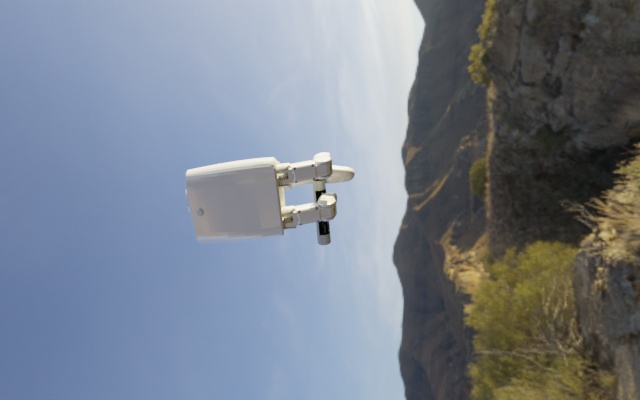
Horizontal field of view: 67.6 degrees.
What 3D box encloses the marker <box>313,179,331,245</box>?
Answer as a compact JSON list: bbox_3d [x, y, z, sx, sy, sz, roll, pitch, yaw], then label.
[{"bbox_3d":[0.000,0.002,0.644,0.020,0.121,0.020,-5,20,2],"label":"marker"}]
